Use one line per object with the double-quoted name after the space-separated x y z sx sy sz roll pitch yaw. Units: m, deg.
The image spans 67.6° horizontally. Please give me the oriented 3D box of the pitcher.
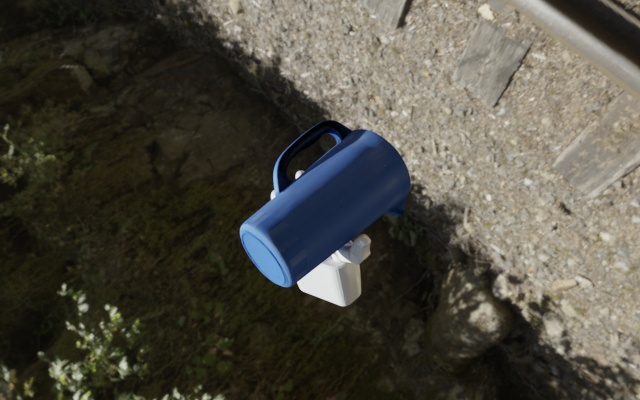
0.000 0.002 0.692 0.242 0.145 0.149 -38 48 -27 "pitcher"
